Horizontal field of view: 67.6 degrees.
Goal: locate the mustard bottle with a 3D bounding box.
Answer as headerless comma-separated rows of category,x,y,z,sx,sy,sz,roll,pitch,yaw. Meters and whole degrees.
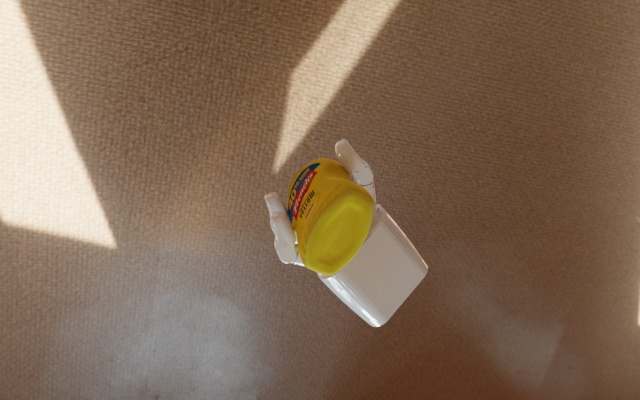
mustard bottle,0.000,0.002,0.554,0.058,0.096,0.191,22,14,-19
